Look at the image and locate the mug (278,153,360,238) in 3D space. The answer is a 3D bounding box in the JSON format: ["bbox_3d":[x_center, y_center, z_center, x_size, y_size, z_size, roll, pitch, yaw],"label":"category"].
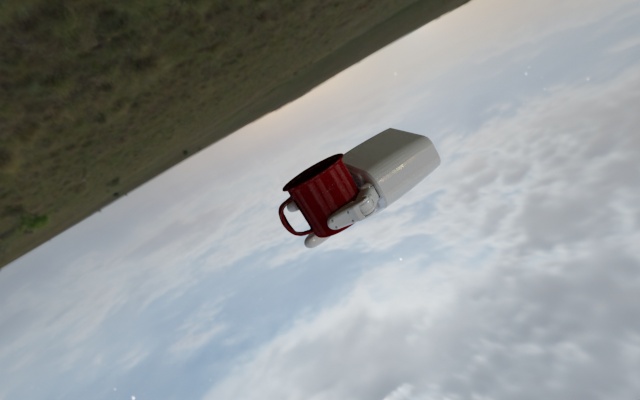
[{"bbox_3d":[-0.001,0.003,0.629,0.117,0.081,0.093,-35,13,-16],"label":"mug"}]
